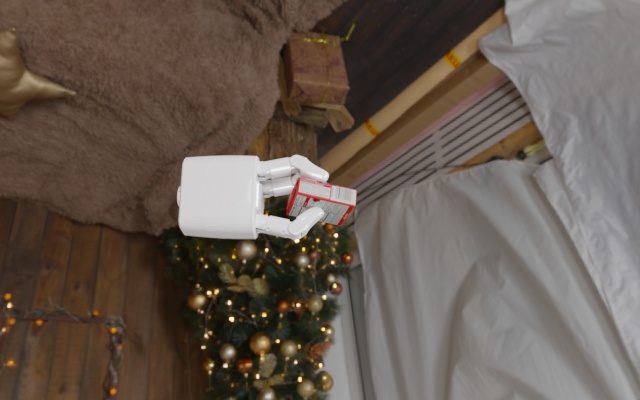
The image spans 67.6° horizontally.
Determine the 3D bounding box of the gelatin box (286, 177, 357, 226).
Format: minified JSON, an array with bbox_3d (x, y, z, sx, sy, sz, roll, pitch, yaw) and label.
[{"bbox_3d":[0.000,0.003,0.697,0.089,0.030,0.073,13,-29,-9],"label":"gelatin box"}]
